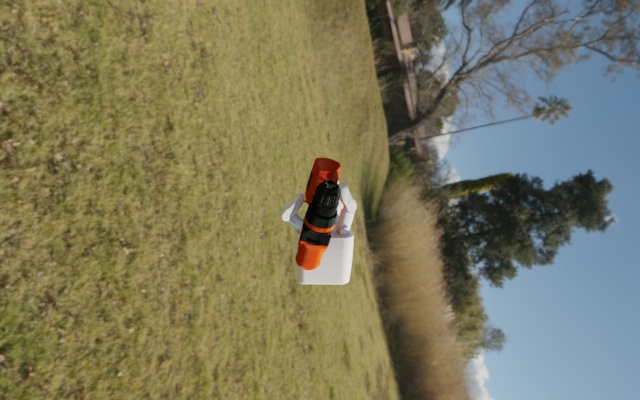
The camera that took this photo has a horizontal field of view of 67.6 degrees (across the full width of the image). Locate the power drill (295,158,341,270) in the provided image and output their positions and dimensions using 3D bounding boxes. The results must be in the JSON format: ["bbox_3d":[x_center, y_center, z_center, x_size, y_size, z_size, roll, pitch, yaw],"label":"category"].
[{"bbox_3d":[0.000,0.003,0.846,0.057,0.185,0.187,15,36,-4],"label":"power drill"}]
